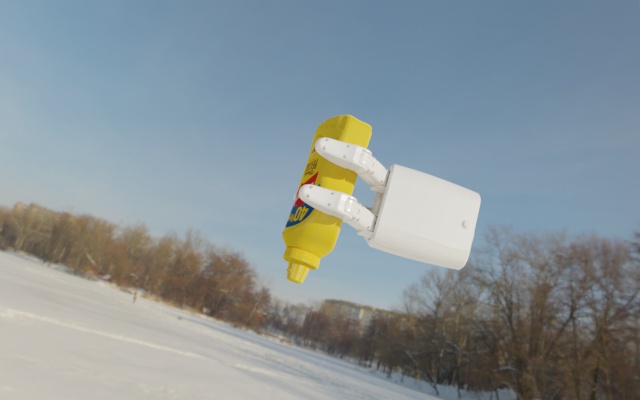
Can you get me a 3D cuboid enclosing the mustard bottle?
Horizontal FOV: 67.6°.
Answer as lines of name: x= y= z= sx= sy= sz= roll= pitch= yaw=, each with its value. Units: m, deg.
mustard bottle: x=0.000 y=0.001 z=0.550 sx=0.058 sy=0.191 sz=0.096 roll=24 pitch=-17 yaw=-21
